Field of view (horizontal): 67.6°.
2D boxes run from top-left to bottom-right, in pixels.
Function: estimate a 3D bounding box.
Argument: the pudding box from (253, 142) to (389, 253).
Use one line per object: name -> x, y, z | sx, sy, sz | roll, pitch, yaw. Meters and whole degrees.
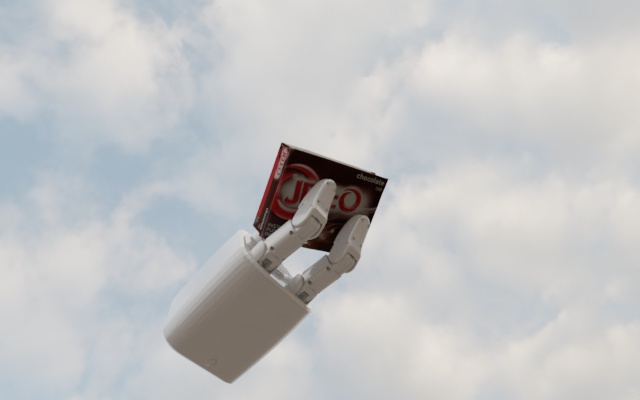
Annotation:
pudding box -> 0.000, 0.002, 0.475 | 0.113, 0.090, 0.039 | 14, 12, -28
